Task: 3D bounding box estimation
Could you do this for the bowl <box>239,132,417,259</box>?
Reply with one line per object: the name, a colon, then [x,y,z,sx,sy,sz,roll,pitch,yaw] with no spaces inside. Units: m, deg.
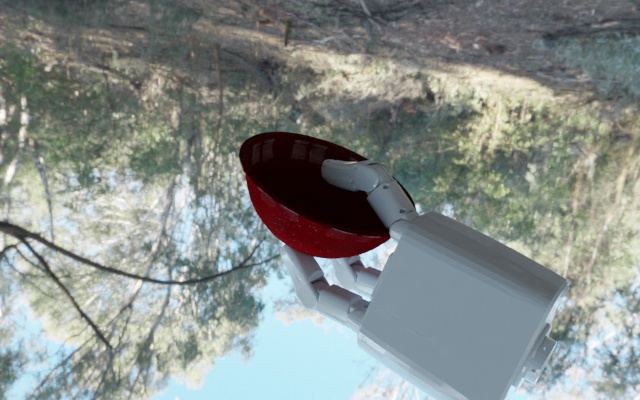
bowl: [-0.001,0.001,0.422,0.162,0.055,0.162,18,28,-10]
